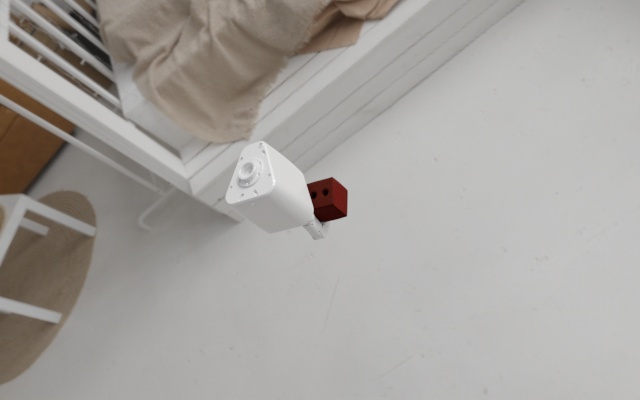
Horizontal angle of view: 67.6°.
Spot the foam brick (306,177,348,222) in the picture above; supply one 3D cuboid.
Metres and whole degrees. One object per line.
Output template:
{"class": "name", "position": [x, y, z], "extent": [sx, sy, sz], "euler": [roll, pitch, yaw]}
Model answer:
{"class": "foam brick", "position": [0.000, 0.002, 0.794], "extent": [0.078, 0.053, 0.051], "euler": [-15, -33, 26]}
